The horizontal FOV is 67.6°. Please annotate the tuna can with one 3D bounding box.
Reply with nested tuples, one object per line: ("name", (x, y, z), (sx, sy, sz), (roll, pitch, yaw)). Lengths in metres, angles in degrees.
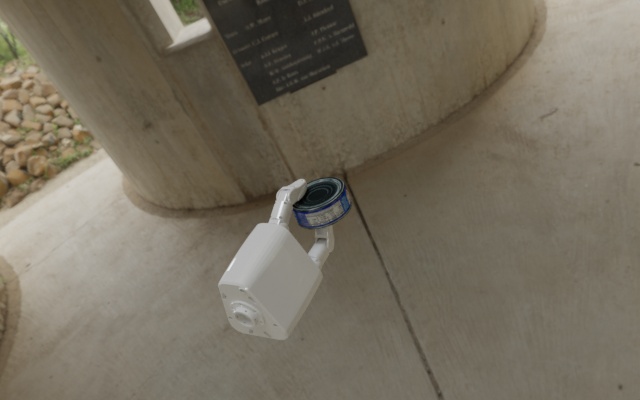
("tuna can", (0.000, 0.002, 0.688), (0.086, 0.034, 0.086), (-17, 30, 10))
